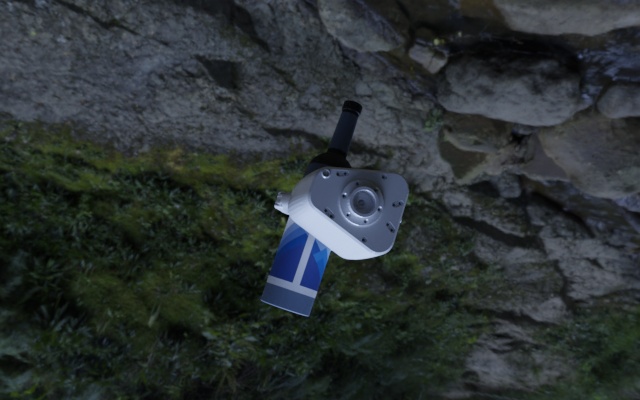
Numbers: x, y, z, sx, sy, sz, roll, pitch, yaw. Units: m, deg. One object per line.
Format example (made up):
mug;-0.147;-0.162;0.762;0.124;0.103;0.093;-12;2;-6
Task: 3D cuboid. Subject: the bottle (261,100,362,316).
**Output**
bottle;0.000;0.002;0.643;0.069;0.295;0.069;18;-11;4
